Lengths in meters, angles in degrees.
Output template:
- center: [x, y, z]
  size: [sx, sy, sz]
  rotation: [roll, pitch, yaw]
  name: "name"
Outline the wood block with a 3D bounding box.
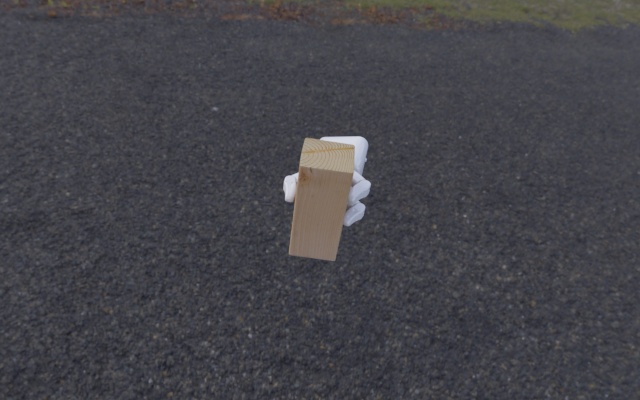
- center: [0.000, 0.002, 0.862]
  size: [0.091, 0.206, 0.090]
  rotation: [8, 39, -1]
  name: "wood block"
